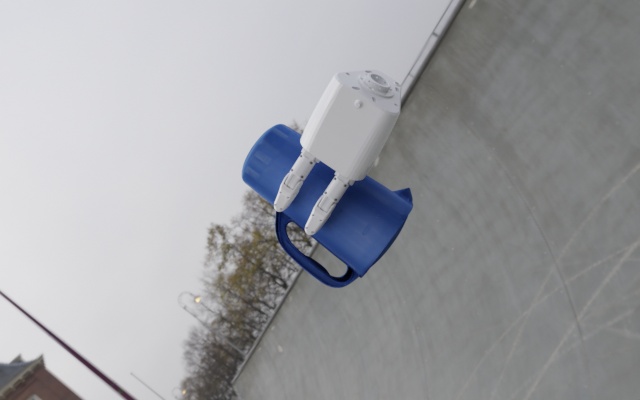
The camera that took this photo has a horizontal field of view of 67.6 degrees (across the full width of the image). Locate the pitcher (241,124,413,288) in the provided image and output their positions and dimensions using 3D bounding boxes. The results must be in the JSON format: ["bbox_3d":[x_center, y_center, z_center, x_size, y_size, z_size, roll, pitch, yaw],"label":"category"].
[{"bbox_3d":[0.000,0.002,0.709,0.243,0.145,0.149,35,39,7],"label":"pitcher"}]
